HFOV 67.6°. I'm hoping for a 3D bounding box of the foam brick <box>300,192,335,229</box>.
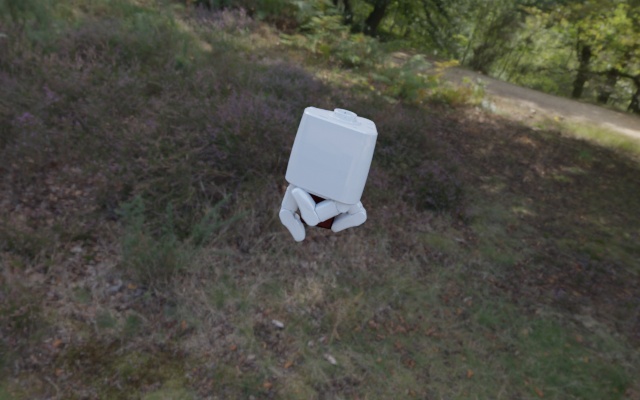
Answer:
[{"bbox_3d":[0.000,0.002,0.749,0.053,0.051,0.078,14,22,-3],"label":"foam brick"}]
